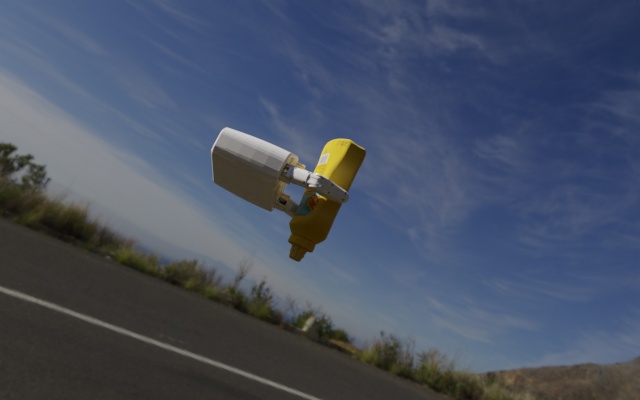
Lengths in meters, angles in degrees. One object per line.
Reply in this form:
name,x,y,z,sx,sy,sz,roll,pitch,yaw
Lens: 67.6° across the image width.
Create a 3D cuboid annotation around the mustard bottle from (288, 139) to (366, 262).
mustard bottle,0.001,0.002,0.724,0.058,0.191,0.096,30,-14,-20
